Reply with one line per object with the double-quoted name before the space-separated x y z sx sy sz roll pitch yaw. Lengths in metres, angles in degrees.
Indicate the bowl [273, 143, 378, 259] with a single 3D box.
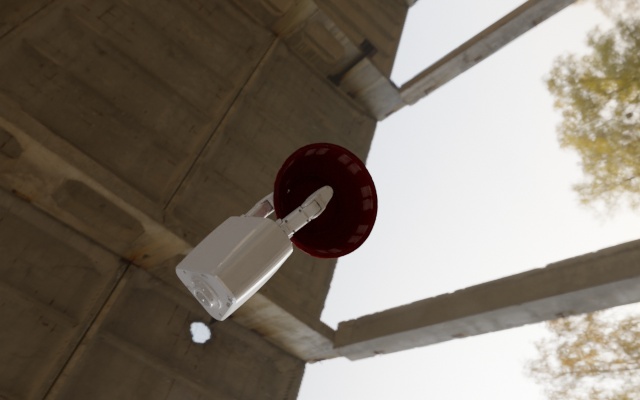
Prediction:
"bowl" 0.001 0.002 0.679 0.162 0.162 0.055 0 -7 -26
